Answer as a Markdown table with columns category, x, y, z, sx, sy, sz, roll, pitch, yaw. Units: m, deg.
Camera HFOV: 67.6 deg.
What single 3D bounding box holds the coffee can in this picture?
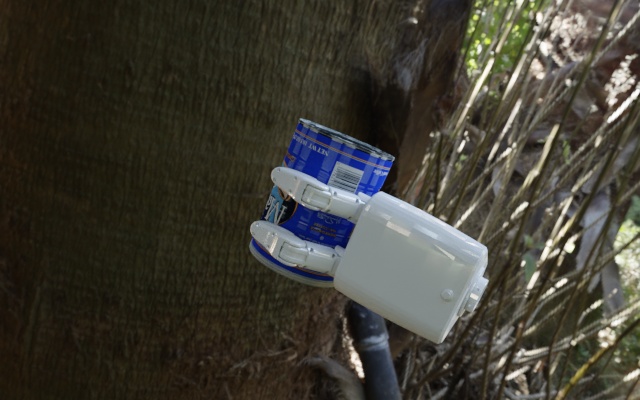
| category | x | y | z | sx | sy | sz | roll | pitch | yaw |
| --- | --- | --- | --- | --- | --- | --- | --- | --- | --- |
| coffee can | 0.000 | 0.002 | 0.485 | 0.103 | 0.140 | 0.102 | 22 | 11 | -4 |
